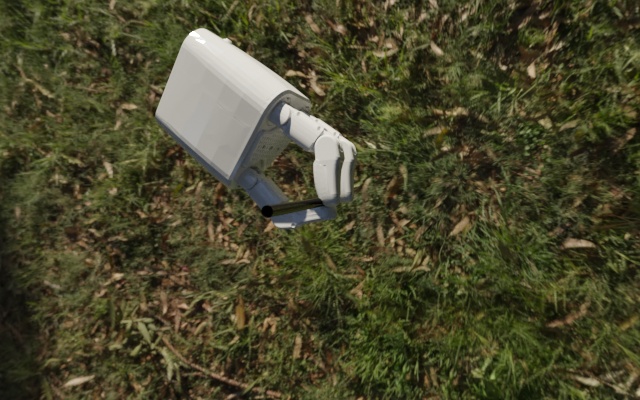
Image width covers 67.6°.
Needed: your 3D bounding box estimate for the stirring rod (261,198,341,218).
[{"bbox_3d":[0.000,0.001,0.412,0.011,0.011,0.239,0,3,16],"label":"stirring rod"}]
